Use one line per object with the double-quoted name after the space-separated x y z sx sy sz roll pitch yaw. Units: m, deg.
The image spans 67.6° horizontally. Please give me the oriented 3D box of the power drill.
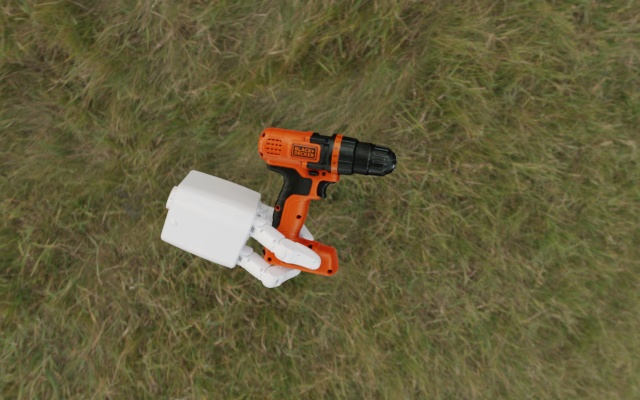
0.000 0.003 0.646 0.184 0.188 0.057 10 11 9 "power drill"
